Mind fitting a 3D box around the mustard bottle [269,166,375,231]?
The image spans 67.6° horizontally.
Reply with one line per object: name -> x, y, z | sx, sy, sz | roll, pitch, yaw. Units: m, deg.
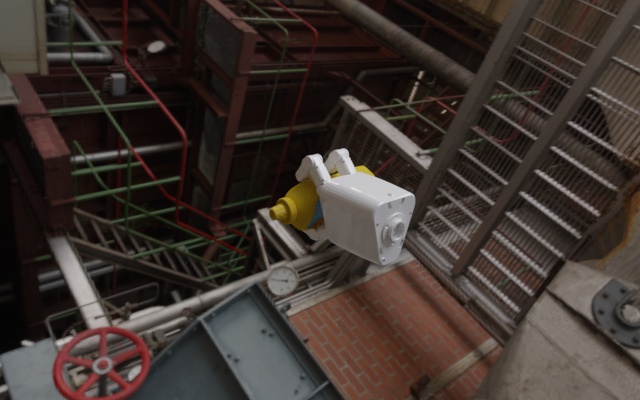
mustard bottle -> 0.000, 0.002, 0.773 | 0.191, 0.096, 0.058 | -15, 52, -39
